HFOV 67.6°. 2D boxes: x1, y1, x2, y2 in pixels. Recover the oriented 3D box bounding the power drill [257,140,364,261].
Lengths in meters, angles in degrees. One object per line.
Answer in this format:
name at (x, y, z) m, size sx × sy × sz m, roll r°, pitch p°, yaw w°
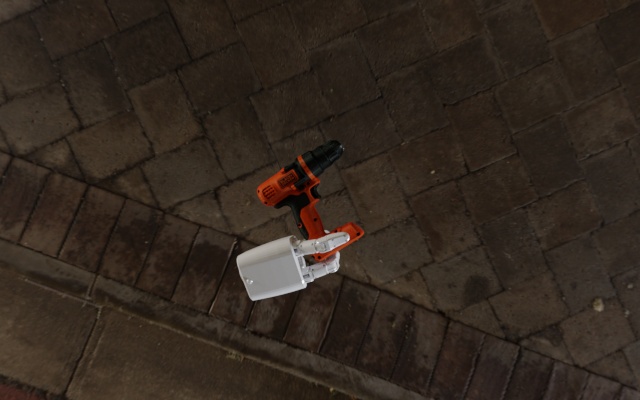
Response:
power drill at (0.000, 0.003, 0.892) m, size 0.184 × 0.187 × 0.057 m, roll -33°, pitch -3°, yaw 9°
